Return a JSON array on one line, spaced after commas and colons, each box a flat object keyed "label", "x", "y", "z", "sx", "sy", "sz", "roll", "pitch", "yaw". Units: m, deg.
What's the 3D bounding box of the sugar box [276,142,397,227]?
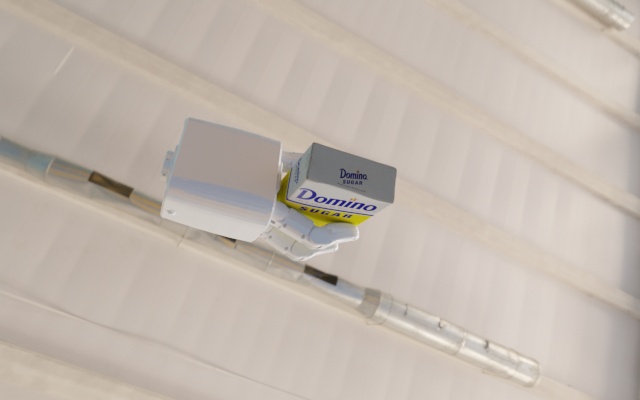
[{"label": "sugar box", "x": 0.000, "y": 0.002, "z": 0.525, "sx": 0.093, "sy": 0.048, "sz": 0.176, "roll": 15, "pitch": -21, "yaw": -16}]
